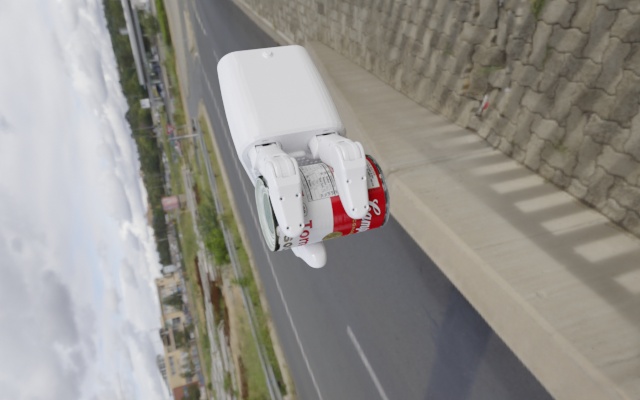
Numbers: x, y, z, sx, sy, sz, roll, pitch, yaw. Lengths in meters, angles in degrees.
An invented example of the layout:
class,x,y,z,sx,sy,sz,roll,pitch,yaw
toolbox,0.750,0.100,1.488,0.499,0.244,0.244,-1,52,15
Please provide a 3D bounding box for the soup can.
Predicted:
class,x,y,z,sx,sy,sz,roll,pitch,yaw
soup can,0.000,0.002,0.418,0.102,0.068,0.068,-12,3,-17
